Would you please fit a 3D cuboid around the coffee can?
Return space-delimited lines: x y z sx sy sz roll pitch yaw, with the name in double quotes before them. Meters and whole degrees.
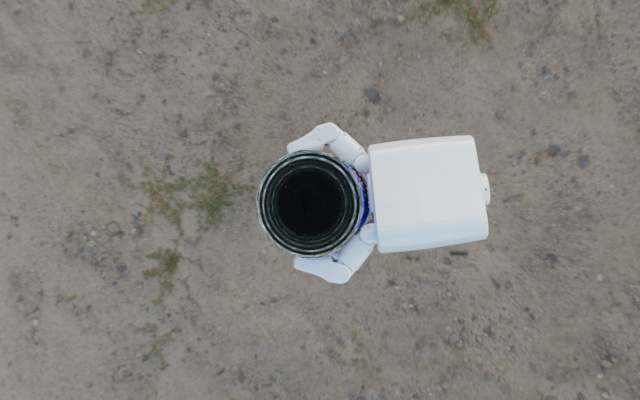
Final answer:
"coffee can" 0.000 0.002 0.515 0.103 0.103 0.140 0 2 10
